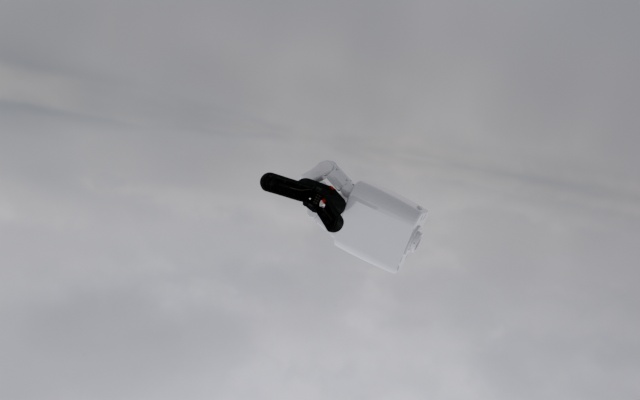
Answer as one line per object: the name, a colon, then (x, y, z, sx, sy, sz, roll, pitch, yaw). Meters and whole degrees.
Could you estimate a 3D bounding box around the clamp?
clamp: (0.000, 0.003, 0.660, 0.120, 0.039, 0.171, 40, 16, 17)
